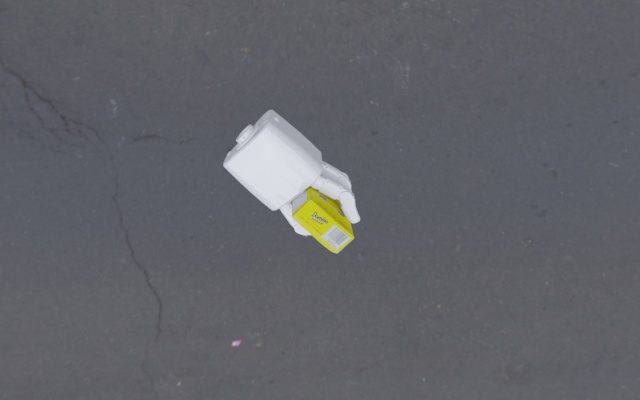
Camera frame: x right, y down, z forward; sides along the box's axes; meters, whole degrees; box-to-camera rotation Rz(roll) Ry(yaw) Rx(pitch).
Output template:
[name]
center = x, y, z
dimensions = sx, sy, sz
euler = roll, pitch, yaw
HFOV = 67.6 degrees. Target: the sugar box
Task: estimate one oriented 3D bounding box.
[sugar box]
center = 0.000, 0.002, 0.758
dimensions = 0.093, 0.048, 0.176
euler = 42, 18, -20
